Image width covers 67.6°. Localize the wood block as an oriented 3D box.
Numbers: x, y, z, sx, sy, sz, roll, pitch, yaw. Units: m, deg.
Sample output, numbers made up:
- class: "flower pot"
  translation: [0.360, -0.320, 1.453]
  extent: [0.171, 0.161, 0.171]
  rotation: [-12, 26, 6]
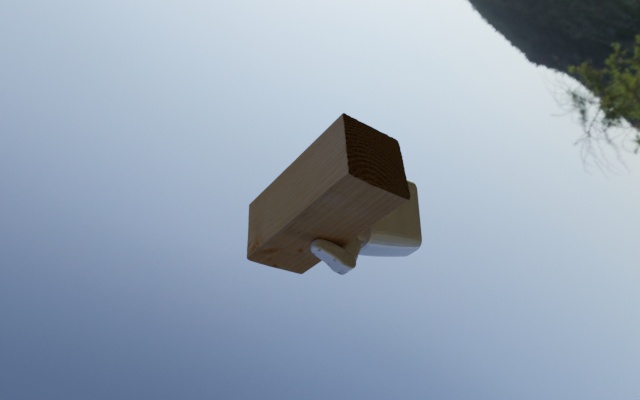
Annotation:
- class: "wood block"
  translation: [0.000, 0.002, 0.586]
  extent: [0.090, 0.090, 0.206]
  rotation: [21, -42, -31]
